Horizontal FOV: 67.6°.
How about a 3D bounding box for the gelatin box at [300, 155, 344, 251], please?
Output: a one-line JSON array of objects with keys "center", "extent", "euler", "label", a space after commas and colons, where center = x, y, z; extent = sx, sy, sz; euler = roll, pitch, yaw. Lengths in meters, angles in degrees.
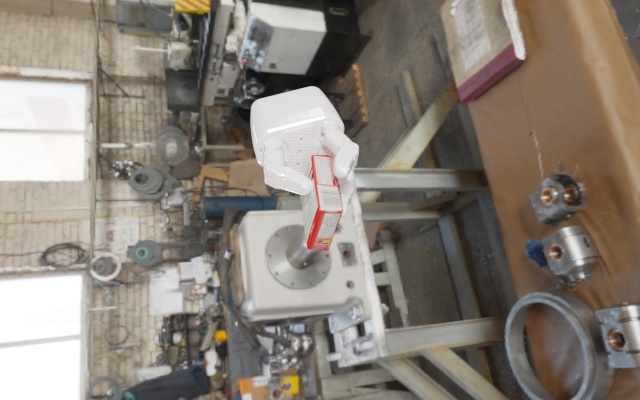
[{"center": [0.000, 0.002, 0.559], "extent": [0.030, 0.089, 0.073], "euler": [3, -42, -13], "label": "gelatin box"}]
